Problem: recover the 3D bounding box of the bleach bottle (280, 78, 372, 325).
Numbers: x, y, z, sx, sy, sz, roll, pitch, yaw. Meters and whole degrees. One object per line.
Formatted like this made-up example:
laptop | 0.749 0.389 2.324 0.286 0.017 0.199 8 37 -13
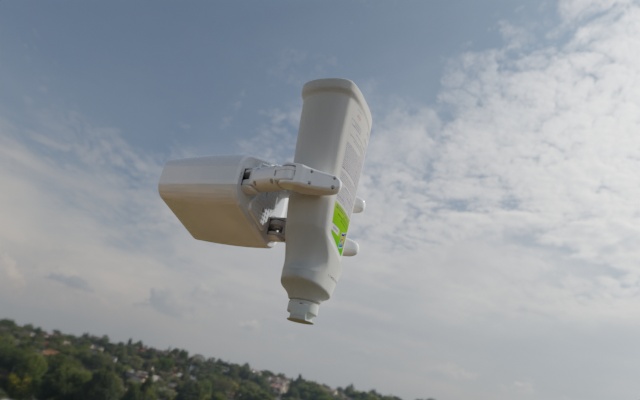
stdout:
bleach bottle | 0.000 0.002 0.509 0.068 0.250 0.103 1 -23 24
